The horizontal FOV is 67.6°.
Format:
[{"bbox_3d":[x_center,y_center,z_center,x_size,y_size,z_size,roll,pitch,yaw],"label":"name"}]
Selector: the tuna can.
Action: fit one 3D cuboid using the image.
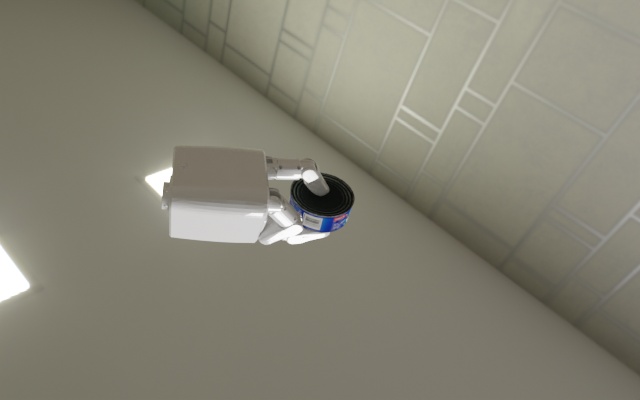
[{"bbox_3d":[0.000,0.003,0.637,0.086,0.034,0.086,8,42,-7],"label":"tuna can"}]
